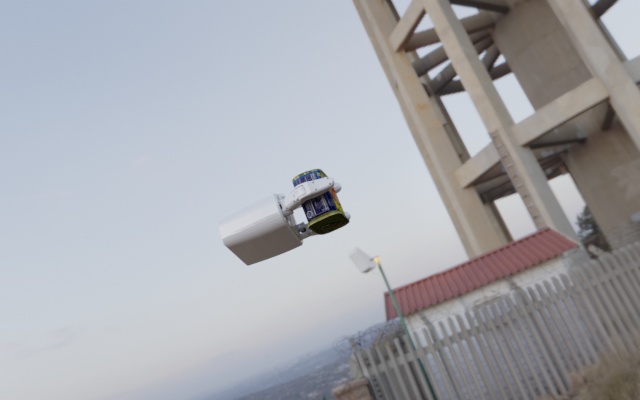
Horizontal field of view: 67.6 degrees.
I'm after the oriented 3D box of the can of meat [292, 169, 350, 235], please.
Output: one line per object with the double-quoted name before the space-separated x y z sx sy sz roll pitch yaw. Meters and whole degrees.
"can of meat" 0.000 0.002 0.777 0.057 0.084 0.102 -25 -17 8
